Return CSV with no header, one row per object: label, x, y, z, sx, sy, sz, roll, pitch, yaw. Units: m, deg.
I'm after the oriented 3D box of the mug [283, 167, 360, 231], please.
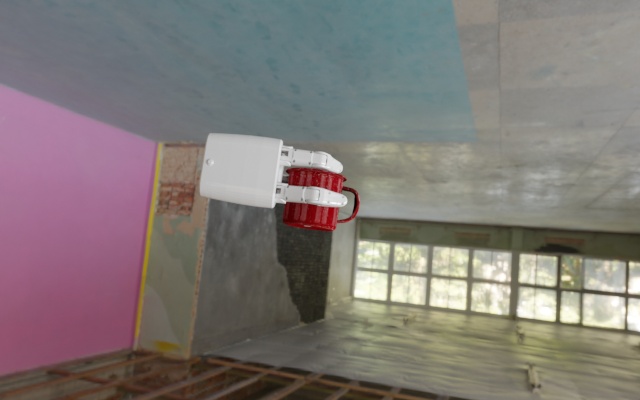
mug,0.002,0.003,0.717,0.117,0.081,0.093,8,-7,-1
